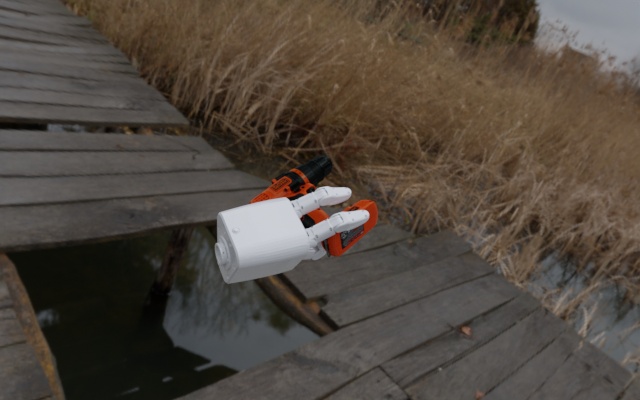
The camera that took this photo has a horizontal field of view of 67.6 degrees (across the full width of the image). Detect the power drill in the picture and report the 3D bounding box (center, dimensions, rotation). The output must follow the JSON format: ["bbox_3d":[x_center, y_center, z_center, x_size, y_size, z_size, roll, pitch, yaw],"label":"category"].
[{"bbox_3d":[0.000,0.003,0.790,0.187,0.057,0.184,27,54,38],"label":"power drill"}]
